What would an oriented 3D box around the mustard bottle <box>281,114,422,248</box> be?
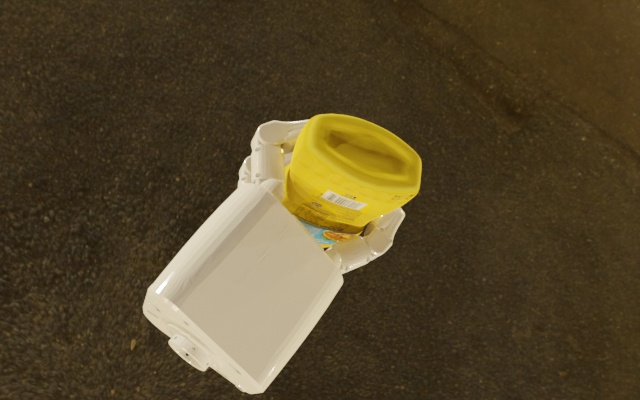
[{"bbox_3d":[0.000,0.001,0.424,0.096,0.058,0.192,18,-29,-15],"label":"mustard bottle"}]
